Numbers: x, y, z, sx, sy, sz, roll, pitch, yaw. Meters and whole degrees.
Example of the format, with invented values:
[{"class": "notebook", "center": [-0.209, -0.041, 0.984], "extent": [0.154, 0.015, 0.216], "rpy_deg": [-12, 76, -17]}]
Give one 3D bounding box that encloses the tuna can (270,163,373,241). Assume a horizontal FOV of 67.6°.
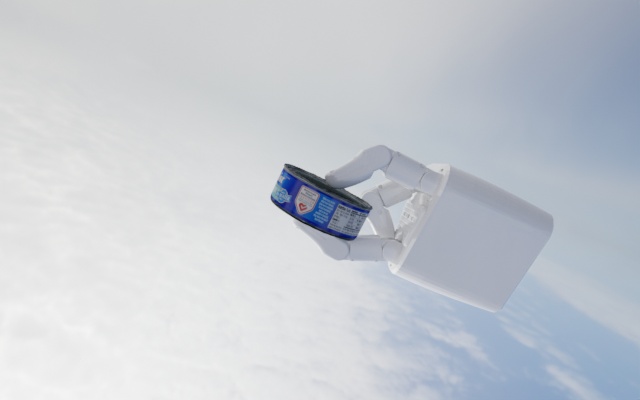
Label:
[{"class": "tuna can", "center": [0.000, 0.002, 0.417], "extent": [0.086, 0.034, 0.086], "rpy_deg": [26, 7, -4]}]
